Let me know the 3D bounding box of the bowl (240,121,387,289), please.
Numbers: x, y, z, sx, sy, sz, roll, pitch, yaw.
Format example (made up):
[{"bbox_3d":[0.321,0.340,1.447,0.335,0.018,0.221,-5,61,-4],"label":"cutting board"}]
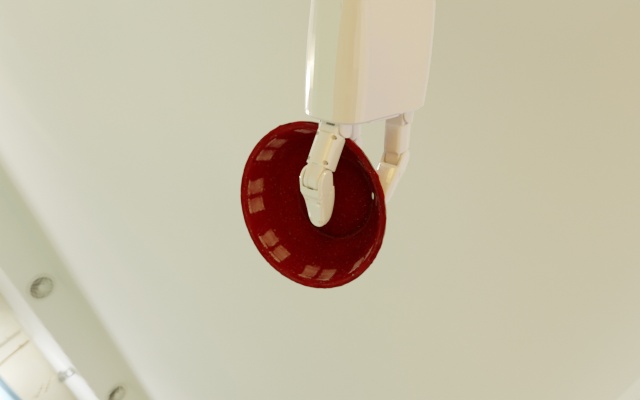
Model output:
[{"bbox_3d":[0.000,0.003,0.470,0.162,0.162,0.055,0,11,32],"label":"bowl"}]
